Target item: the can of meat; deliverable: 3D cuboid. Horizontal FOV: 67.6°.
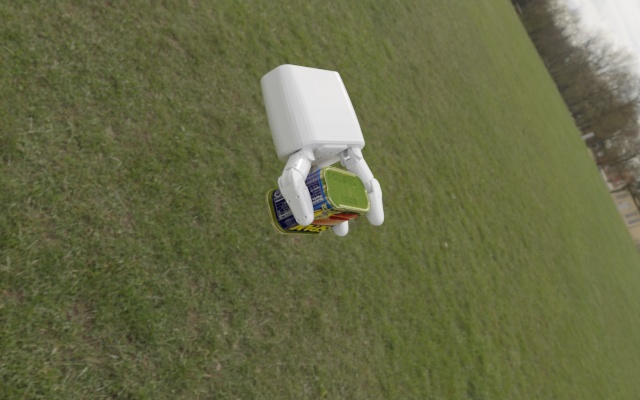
[{"bbox_3d":[0.000,0.002,0.574,0.084,0.057,0.102,-24,-18,30],"label":"can of meat"}]
